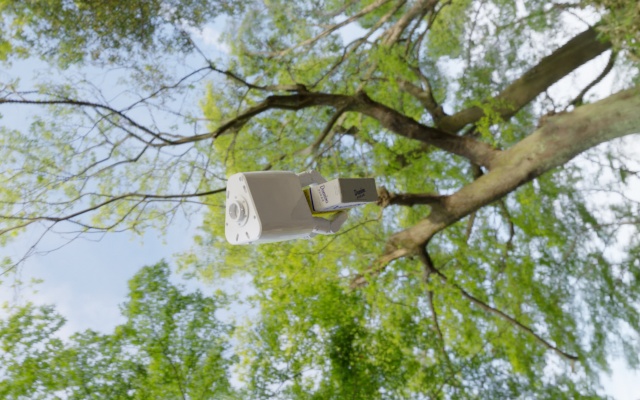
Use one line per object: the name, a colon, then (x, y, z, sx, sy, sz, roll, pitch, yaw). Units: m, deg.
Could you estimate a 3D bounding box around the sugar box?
sugar box: (0.000, 0.003, 0.804, 0.093, 0.048, 0.176, -3, -8, -46)
